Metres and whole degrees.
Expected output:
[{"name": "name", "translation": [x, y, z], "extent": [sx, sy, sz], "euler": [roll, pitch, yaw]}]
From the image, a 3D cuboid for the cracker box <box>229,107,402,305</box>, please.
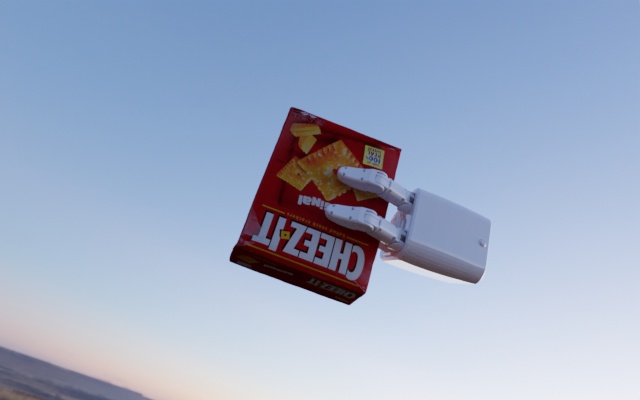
[{"name": "cracker box", "translation": [0.000, 0.002, 0.613], "extent": [0.164, 0.213, 0.072], "euler": [21, -28, -6]}]
